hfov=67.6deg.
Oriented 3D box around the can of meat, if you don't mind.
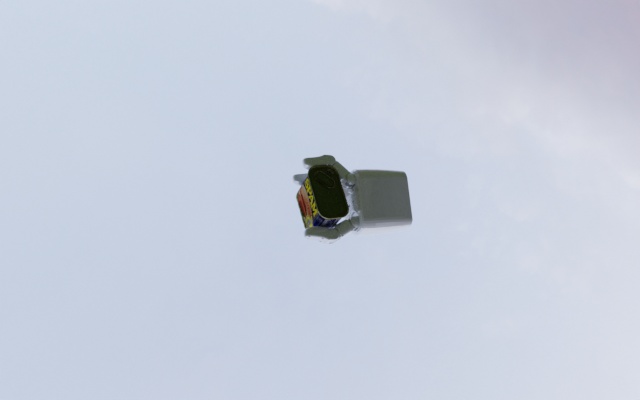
[{"bbox_3d":[0.000,0.003,0.836,0.057,0.102,0.084,-5,-25,-24],"label":"can of meat"}]
